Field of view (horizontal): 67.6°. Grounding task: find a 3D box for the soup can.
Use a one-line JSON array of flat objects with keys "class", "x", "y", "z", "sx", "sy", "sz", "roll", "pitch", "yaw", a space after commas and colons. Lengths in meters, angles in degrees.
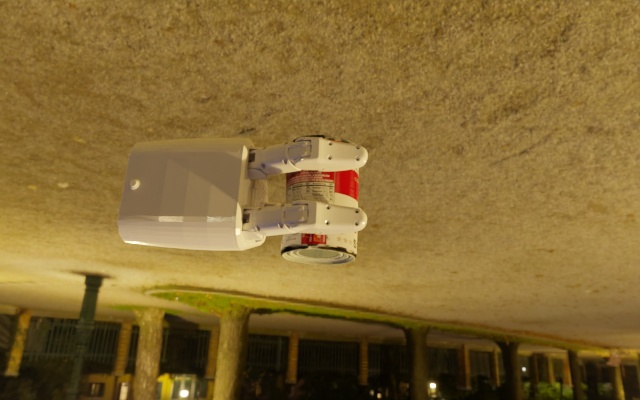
[{"class": "soup can", "x": 0.001, "y": 0.002, "z": 0.428, "sx": 0.068, "sy": 0.102, "sz": 0.068, "roll": 2, "pitch": -18, "yaw": 1}]
